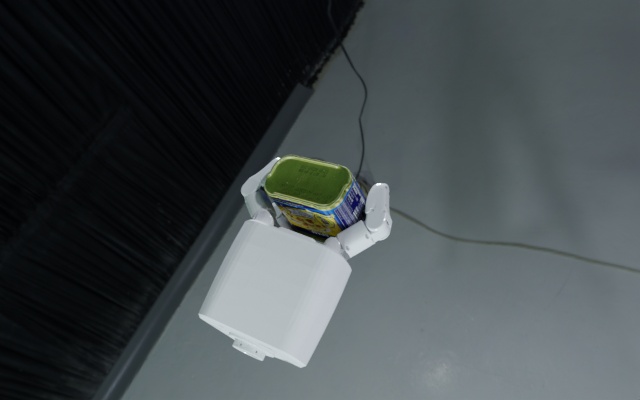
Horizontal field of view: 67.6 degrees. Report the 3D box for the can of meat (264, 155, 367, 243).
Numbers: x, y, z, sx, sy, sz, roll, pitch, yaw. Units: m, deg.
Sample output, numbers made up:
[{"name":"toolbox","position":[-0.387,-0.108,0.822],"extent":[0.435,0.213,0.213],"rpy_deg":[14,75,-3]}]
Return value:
[{"name":"can of meat","position":[0.000,0.001,0.506],"extent":[0.102,0.057,0.084],"rpy_deg":[14,-25,33]}]
